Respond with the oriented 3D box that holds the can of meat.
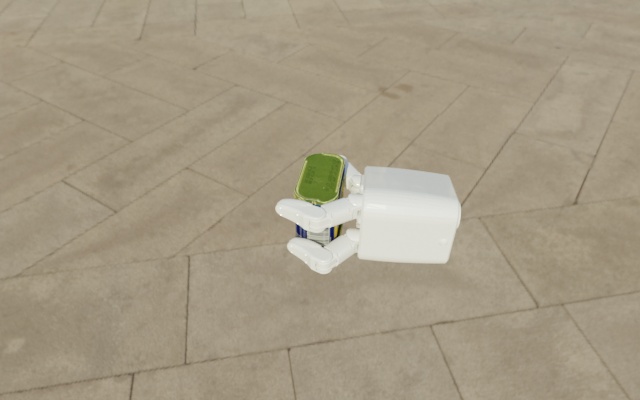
[{"bbox_3d":[0.000,0.002,0.589,0.057,0.084,0.102,6,40,6],"label":"can of meat"}]
